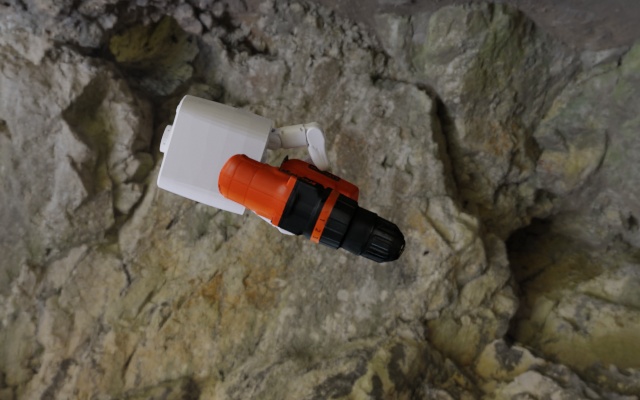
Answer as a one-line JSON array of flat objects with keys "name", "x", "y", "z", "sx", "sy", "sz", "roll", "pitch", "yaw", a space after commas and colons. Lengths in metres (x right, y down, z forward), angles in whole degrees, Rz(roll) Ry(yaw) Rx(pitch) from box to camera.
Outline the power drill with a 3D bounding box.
[{"name": "power drill", "x": 0.000, "y": 0.002, "z": 0.512, "sx": 0.184, "sy": 0.057, "sz": 0.187, "roll": 25, "pitch": 6, "yaw": 3}]
